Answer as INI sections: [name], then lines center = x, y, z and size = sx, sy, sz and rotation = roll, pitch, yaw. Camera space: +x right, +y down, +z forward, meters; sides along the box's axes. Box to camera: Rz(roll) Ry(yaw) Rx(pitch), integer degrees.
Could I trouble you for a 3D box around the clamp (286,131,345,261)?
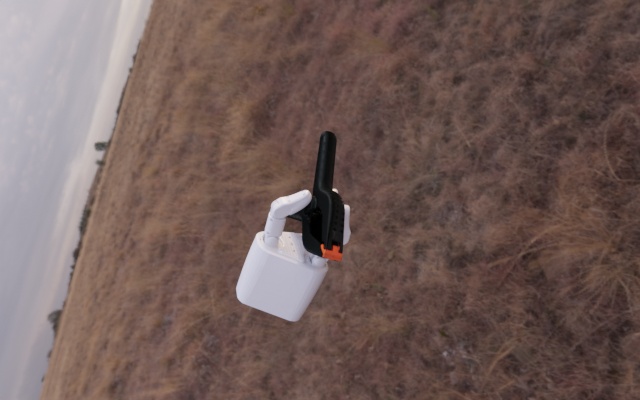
[clamp]
center = -0.001, 0.003, 0.689
size = 0.036, 0.165, 0.210
rotation = 15, 24, -23
